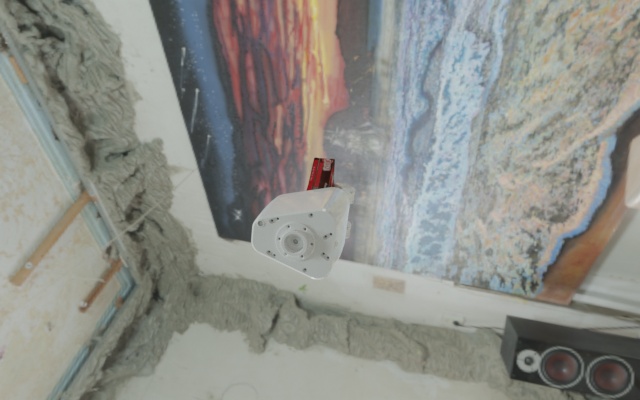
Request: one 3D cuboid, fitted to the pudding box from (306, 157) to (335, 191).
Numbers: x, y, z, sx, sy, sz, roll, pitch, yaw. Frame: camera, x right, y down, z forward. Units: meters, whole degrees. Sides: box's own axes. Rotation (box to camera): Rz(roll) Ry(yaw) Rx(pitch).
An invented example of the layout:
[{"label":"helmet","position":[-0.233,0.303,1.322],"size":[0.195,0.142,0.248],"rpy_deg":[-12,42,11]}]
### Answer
[{"label":"pudding box","position":[0.000,0.002,0.753],"size":[0.039,0.114,0.090],"rpy_deg":[8,43,5]}]
